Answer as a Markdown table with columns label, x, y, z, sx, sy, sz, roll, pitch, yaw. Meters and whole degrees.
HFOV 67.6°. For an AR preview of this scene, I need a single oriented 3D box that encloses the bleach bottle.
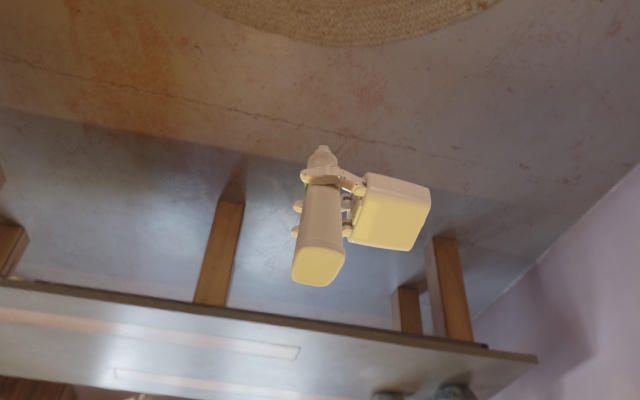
| label | x | y | z | sx | sy | sz | roll | pitch | yaw |
| --- | --- | --- | --- | --- | --- | --- | --- | --- | --- |
| bleach bottle | 0.000 | 0.003 | 0.749 | 0.068 | 0.250 | 0.103 | 12 | -41 | -9 |
